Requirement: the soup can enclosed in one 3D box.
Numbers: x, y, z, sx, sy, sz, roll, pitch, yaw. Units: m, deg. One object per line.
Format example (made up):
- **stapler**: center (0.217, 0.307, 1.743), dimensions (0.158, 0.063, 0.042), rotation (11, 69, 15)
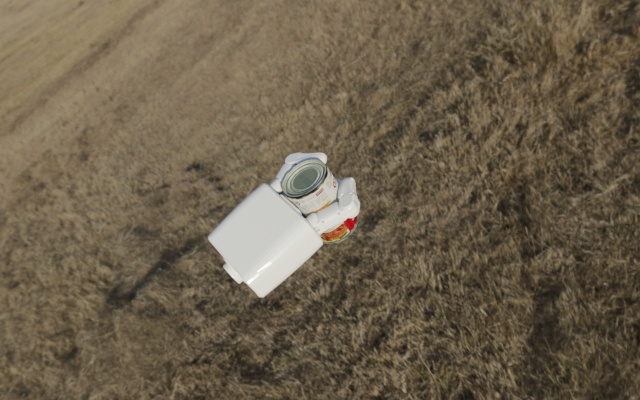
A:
- **soup can**: center (0.000, 0.002, 0.644), dimensions (0.068, 0.068, 0.102), rotation (0, -39, 34)
